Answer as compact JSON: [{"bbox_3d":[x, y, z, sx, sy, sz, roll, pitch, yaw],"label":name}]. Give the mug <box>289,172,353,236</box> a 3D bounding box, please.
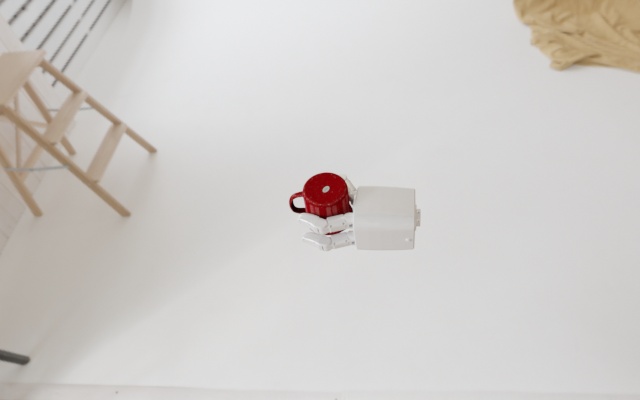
[{"bbox_3d":[-0.001,0.003,0.872,0.117,0.093,0.082,1,-39,9],"label":"mug"}]
